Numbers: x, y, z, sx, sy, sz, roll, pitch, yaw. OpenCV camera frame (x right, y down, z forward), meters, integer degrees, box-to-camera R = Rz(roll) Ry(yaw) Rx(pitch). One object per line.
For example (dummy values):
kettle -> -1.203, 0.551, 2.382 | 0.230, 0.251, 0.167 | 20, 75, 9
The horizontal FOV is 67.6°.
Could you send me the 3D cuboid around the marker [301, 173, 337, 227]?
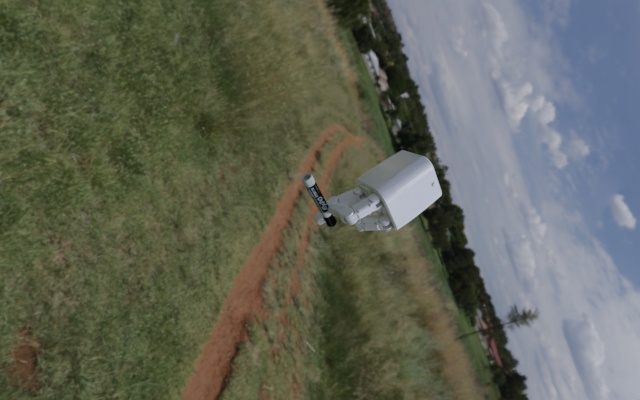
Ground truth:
marker -> 0.000, 0.003, 0.815 | 0.020, 0.020, 0.121 | 0, -43, 31
